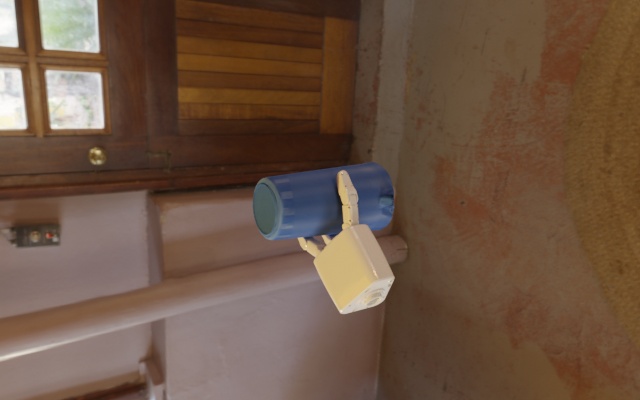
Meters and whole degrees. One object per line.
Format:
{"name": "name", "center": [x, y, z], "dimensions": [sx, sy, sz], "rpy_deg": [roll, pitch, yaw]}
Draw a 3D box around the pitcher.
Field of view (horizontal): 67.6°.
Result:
{"name": "pitcher", "center": [0.000, 0.003, 0.876], "dimensions": [0.243, 0.145, 0.149], "rpy_deg": [-6, -35, -32]}
